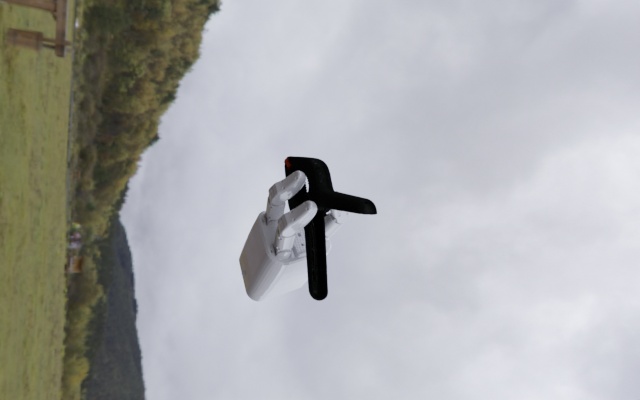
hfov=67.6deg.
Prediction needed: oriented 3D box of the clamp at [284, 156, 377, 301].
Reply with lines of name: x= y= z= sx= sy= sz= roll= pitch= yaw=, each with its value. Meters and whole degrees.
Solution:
clamp: x=0.001 y=0.002 z=0.635 sx=0.036 sy=0.209 sz=0.165 roll=5 pitch=-44 yaw=-31
